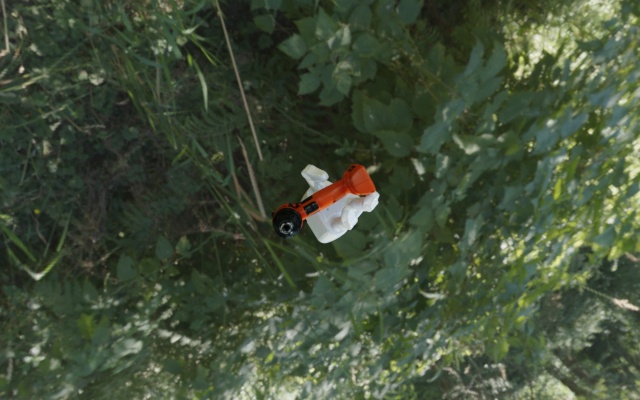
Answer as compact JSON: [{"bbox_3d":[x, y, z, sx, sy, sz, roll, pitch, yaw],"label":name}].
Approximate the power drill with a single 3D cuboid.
[{"bbox_3d":[0.001,0.003,0.842,0.187,0.057,0.184,-27,8,-1],"label":"power drill"}]
